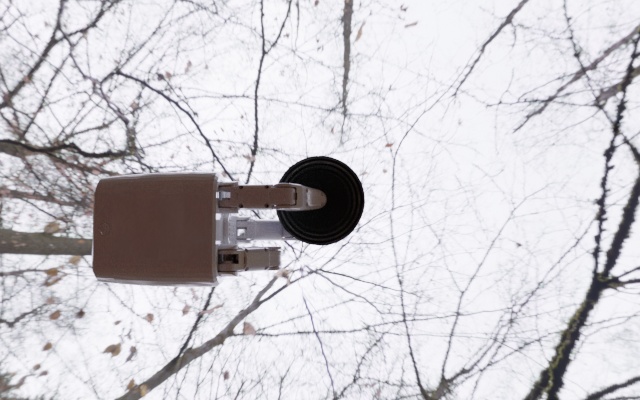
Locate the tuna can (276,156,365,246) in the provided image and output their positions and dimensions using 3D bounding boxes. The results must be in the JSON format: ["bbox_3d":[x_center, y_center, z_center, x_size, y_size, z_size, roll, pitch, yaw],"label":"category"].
[{"bbox_3d":[0.000,0.002,0.467,0.086,0.086,0.034,0,-7,4],"label":"tuna can"}]
